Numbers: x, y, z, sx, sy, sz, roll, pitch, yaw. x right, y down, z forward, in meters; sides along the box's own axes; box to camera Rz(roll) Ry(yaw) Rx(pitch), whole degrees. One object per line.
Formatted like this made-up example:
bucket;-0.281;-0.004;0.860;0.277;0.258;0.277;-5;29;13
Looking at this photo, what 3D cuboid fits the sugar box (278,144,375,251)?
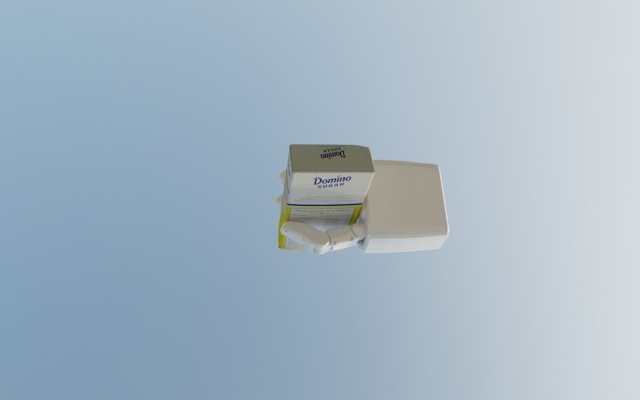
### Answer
sugar box;0.000;0.002;0.585;0.093;0.048;0.176;0;-36;-11
